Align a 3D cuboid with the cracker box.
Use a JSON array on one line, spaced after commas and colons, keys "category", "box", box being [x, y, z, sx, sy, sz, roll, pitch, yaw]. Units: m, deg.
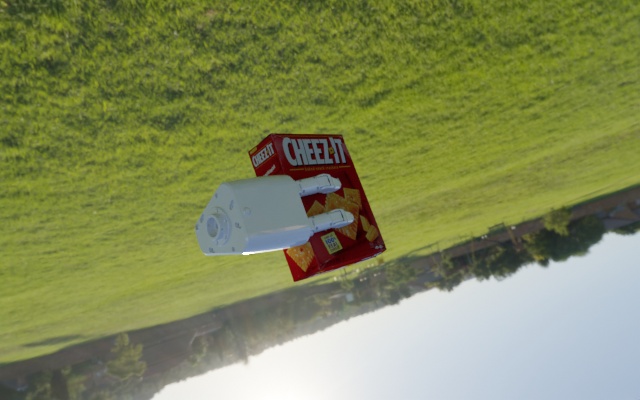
[{"category": "cracker box", "box": [0.000, 0.003, 0.746, 0.164, 0.213, 0.072, -7, -17, -47]}]
